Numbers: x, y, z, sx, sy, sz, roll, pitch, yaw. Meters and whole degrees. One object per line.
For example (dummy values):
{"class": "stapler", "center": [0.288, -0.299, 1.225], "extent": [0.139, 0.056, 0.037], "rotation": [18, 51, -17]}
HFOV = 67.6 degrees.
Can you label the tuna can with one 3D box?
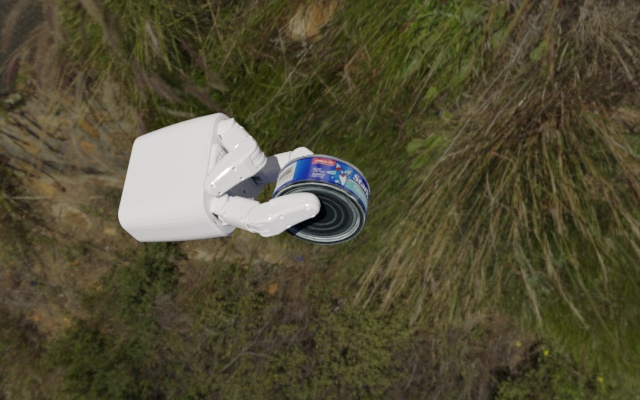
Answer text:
{"class": "tuna can", "center": [0.000, 0.002, 0.424], "extent": [0.086, 0.033, 0.086], "rotation": [6, -41, 6]}
